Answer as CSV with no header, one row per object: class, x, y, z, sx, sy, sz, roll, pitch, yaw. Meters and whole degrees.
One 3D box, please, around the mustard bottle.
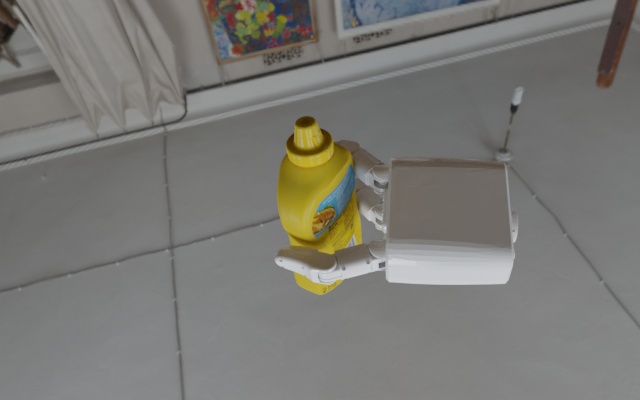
mustard bottle,0.000,0.002,0.461,0.058,0.192,0.096,21,53,26
